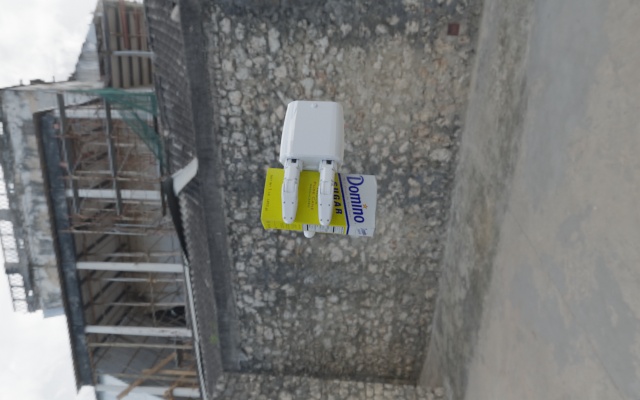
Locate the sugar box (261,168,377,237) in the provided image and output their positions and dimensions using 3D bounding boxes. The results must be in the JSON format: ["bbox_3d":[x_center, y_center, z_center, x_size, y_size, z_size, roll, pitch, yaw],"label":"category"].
[{"bbox_3d":[0.000,0.002,0.754,0.176,0.093,0.048,2,-23,3],"label":"sugar box"}]
